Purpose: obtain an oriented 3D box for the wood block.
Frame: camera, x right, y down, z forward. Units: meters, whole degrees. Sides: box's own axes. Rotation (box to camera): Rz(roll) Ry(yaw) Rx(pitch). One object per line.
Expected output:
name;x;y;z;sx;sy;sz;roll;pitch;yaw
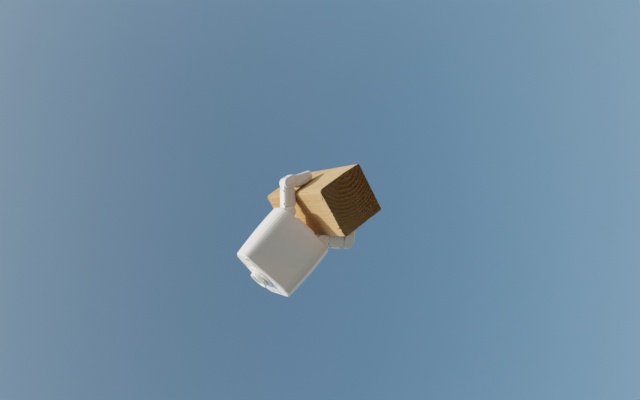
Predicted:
wood block;0.000;0.003;0.858;0.090;0.091;0.206;-35;15;-26
